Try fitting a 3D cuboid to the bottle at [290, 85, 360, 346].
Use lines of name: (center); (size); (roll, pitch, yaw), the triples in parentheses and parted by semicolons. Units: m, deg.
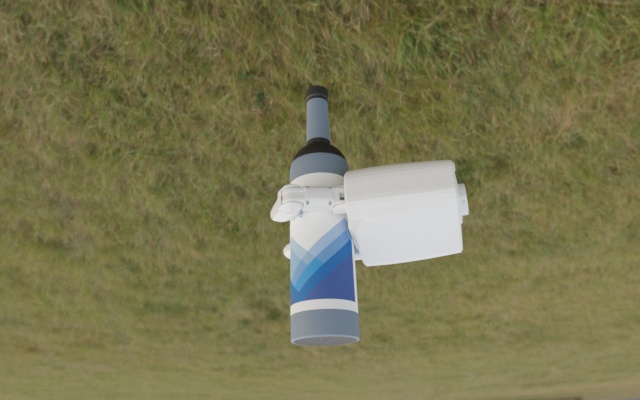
bottle: (0.000, 0.002, 0.520); (0.069, 0.295, 0.069); (-2, -24, -1)
